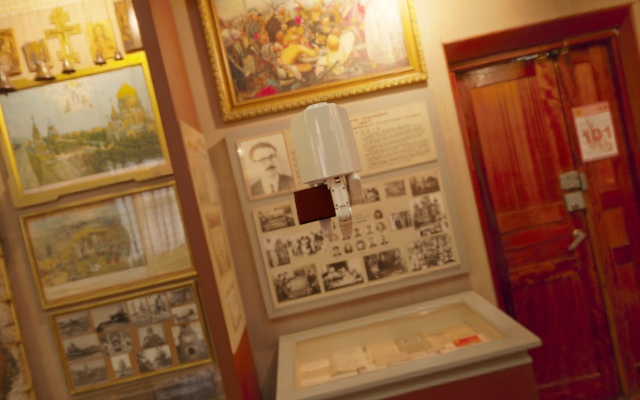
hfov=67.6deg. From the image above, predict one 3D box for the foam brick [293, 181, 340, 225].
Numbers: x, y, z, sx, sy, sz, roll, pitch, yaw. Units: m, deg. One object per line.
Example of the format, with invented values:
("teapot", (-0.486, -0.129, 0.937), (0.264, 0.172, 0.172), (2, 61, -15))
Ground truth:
("foam brick", (0.000, 0.003, 0.736), (0.078, 0.051, 0.053), (-13, 3, -1))
